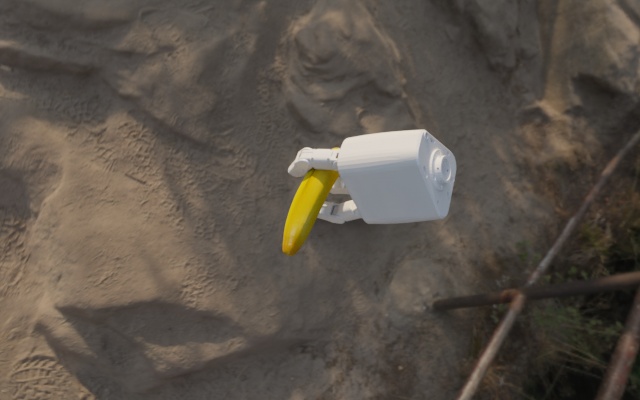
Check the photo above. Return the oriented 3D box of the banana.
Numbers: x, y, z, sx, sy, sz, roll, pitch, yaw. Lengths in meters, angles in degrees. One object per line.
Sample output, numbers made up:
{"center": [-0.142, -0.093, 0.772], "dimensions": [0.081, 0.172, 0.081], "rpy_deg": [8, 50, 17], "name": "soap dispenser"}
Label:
{"center": [-0.001, -0.014, 0.633], "dimensions": [0.037, 0.070, 0.197], "rpy_deg": [11, 44, 22], "name": "banana"}
